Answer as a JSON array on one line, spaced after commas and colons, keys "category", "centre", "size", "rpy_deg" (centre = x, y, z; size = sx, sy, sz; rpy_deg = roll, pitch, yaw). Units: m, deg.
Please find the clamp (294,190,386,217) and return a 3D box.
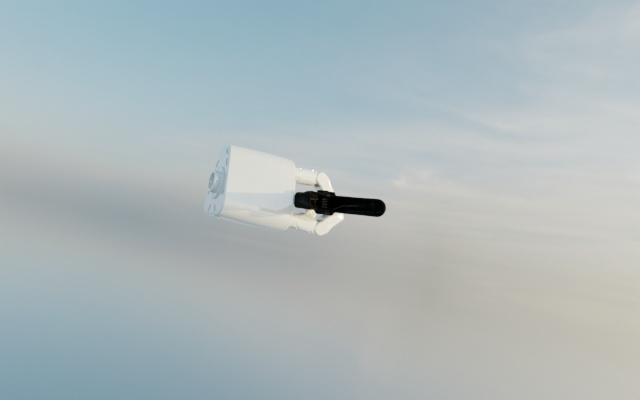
[{"category": "clamp", "centre": [0.000, 0.002, 0.689], "size": [0.120, 0.039, 0.171], "rpy_deg": [14, -7, -29]}]
